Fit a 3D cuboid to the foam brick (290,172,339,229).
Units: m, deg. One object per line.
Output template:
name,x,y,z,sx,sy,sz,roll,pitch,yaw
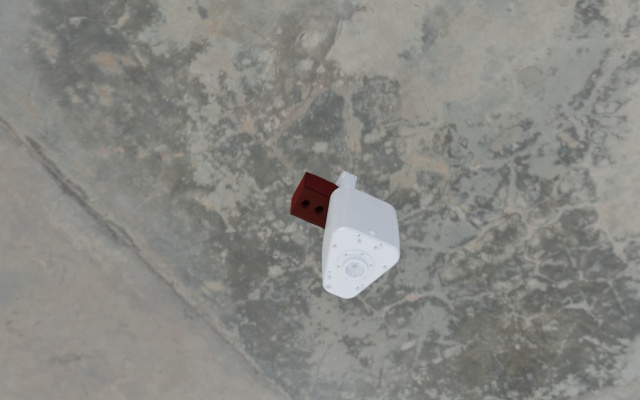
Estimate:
foam brick,0.000,0.002,0.712,0.078,0.053,0.051,23,28,-9
